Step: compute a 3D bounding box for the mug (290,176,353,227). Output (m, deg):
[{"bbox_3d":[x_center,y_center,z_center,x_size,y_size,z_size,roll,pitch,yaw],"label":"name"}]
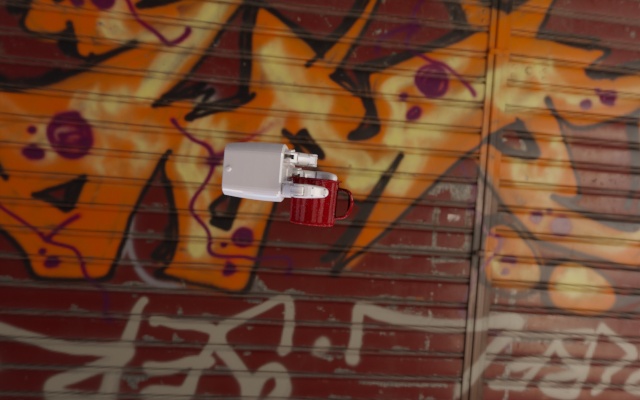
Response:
[{"bbox_3d":[0.002,0.003,0.846,0.117,0.081,0.093,6,2,11],"label":"mug"}]
